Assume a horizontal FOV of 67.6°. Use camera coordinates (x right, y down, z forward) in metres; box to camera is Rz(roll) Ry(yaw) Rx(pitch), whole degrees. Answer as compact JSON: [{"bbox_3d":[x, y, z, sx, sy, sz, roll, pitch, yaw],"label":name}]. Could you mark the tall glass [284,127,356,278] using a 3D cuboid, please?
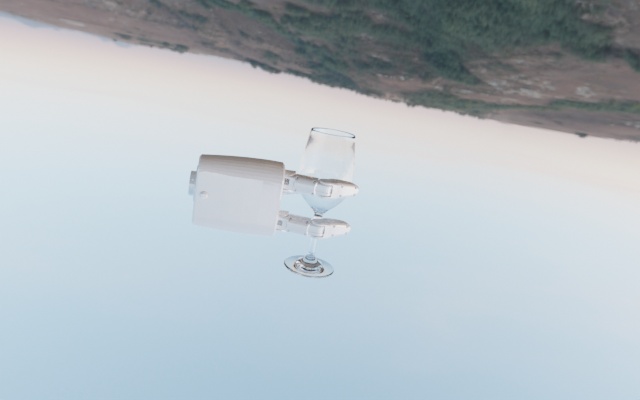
[{"bbox_3d":[0.000,0.003,0.670,0.079,0.201,0.079,10,15,-3],"label":"tall glass"}]
